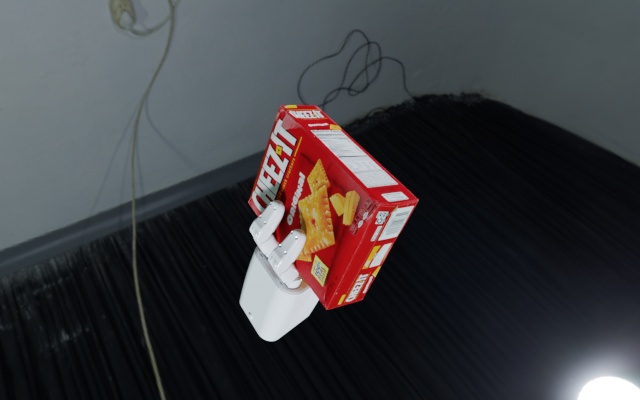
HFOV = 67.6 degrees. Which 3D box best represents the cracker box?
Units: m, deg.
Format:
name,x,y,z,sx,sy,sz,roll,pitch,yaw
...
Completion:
name,x,y,z,sx,sy,sz,roll,pitch,yaw
cracker box,0.000,0.002,0.607,0.072,0.164,0.213,-6,42,-40
